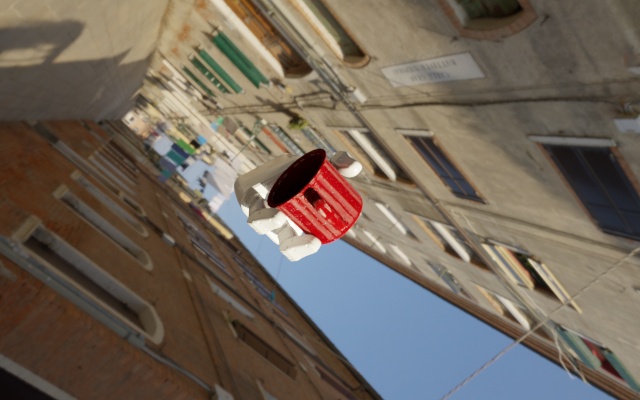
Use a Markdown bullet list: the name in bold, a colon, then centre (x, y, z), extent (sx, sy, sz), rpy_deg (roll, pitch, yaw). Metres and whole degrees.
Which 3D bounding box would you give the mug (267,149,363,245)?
- **mug**: centre (0.001, 0.002, 0.563), extent (0.081, 0.093, 0.117), rpy_deg (45, 0, -23)
